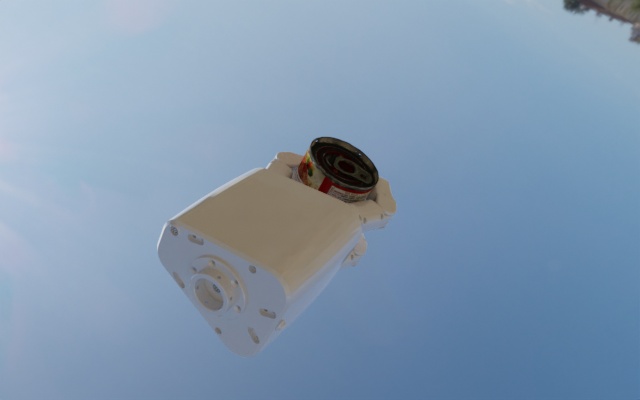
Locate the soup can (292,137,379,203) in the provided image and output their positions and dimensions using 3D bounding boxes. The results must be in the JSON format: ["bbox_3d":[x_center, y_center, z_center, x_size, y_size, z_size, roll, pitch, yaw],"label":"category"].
[{"bbox_3d":[0.000,0.001,0.445,0.068,0.102,0.068,20,36,-16],"label":"soup can"}]
